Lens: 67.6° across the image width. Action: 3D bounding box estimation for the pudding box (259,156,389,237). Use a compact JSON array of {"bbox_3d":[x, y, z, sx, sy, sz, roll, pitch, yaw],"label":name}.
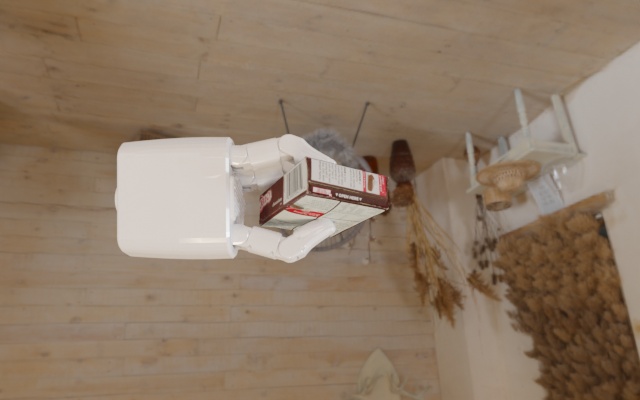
[{"bbox_3d":[0.000,0.002,0.474,0.090,0.039,0.113,10,-21,-27],"label":"pudding box"}]
